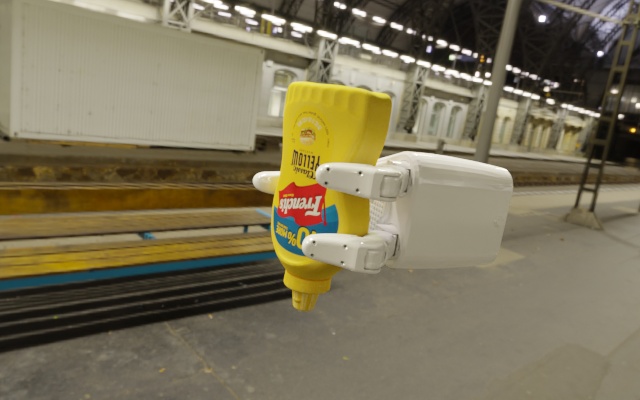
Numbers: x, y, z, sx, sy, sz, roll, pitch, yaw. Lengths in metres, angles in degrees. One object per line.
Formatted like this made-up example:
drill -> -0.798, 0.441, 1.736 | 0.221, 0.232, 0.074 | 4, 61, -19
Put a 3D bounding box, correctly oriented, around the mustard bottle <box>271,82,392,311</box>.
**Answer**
mustard bottle -> 0.000, 0.001, 0.403 | 0.096, 0.192, 0.058 | 19, 15, 42
